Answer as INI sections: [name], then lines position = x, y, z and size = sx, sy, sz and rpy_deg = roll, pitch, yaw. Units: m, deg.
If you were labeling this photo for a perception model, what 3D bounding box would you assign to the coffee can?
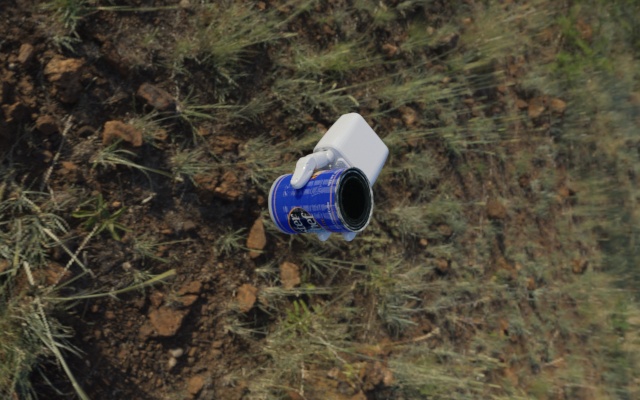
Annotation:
[coffee can]
position = 0.000, 0.003, 0.779
size = 0.140, 0.103, 0.103
rpy_deg = -4, -2, 38
